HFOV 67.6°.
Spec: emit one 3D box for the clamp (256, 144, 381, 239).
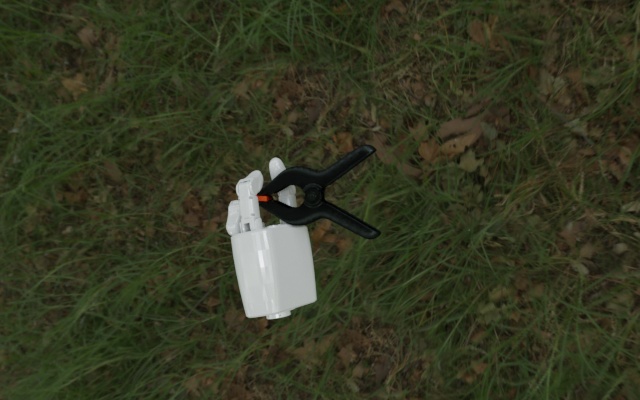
[{"bbox_3d":[0.000,0.002,0.626,0.171,0.120,0.039,-12,-6,16],"label":"clamp"}]
